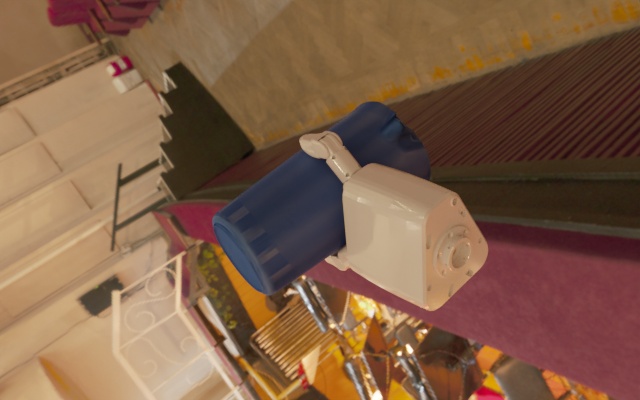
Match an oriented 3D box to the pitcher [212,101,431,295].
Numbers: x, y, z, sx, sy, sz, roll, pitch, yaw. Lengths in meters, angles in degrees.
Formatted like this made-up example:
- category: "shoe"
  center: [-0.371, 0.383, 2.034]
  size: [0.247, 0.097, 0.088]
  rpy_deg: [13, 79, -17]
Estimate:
- category: "pitcher"
  center: [0.000, 0.002, 0.566]
  size: [0.242, 0.149, 0.145]
  rpy_deg: [-36, 34, -22]
